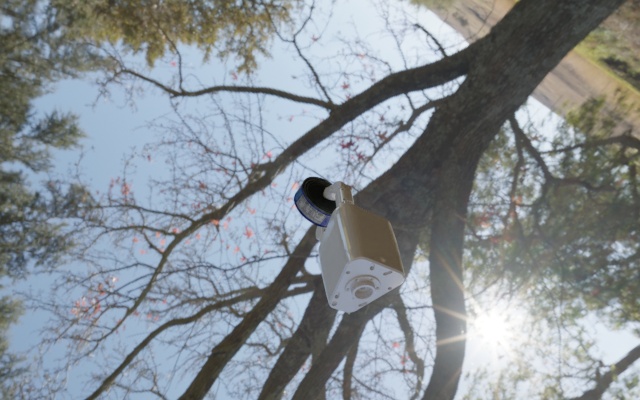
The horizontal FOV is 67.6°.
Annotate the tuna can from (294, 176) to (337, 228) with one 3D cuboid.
[{"bbox_3d":[0.000,0.003,0.781,0.086,0.086,0.034,0,-42,-43],"label":"tuna can"}]
